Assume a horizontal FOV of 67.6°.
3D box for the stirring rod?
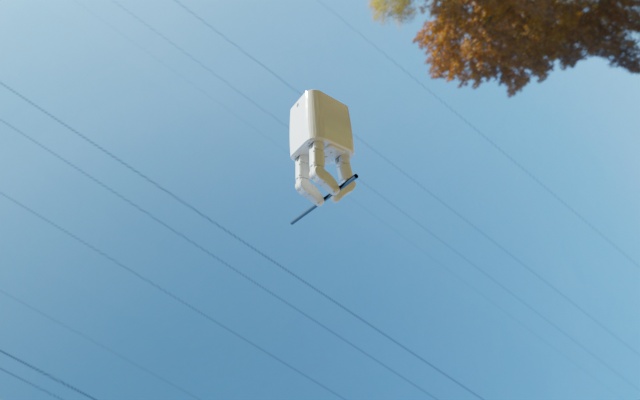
[{"bbox_3d":[0.000,0.003,0.876,0.011,0.011,0.240,0,-21,-31],"label":"stirring rod"}]
